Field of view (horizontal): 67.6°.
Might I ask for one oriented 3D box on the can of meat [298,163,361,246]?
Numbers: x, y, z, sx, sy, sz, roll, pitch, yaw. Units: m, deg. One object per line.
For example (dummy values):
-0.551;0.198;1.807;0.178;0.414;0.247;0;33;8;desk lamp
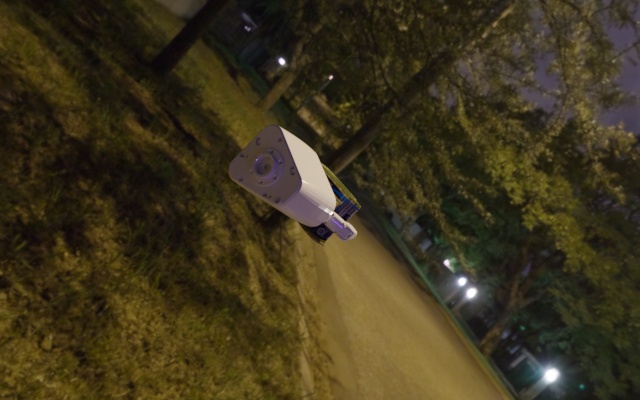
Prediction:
0.000;0.002;0.729;0.102;0.084;0.057;50;8;30;can of meat
